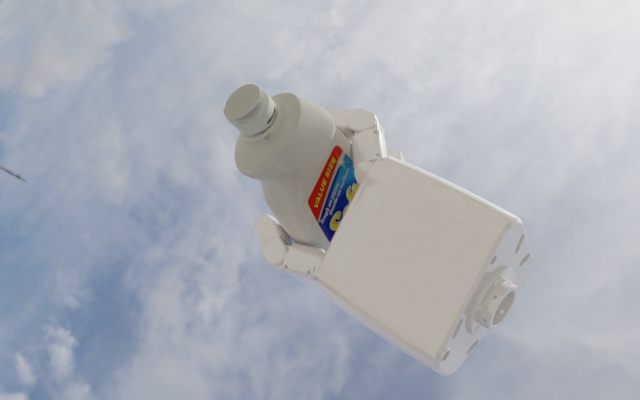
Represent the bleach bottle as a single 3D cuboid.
[{"bbox_3d":[0.000,0.001,0.403,0.068,0.102,0.251,30,-10,39],"label":"bleach bottle"}]
